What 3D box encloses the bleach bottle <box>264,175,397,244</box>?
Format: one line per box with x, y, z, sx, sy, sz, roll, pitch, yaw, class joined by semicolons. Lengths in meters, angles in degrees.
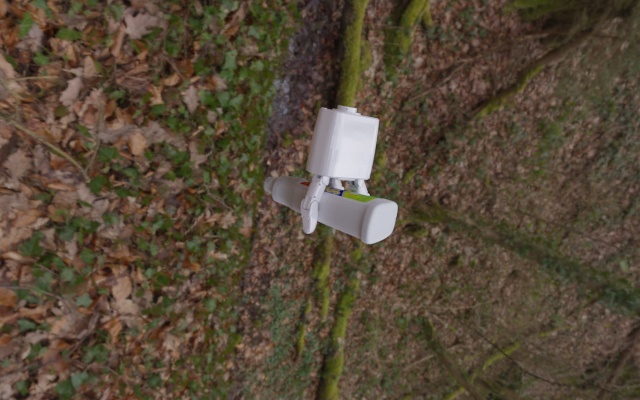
0.000;0.003;0.829;0.251;0.068;0.102;18;15;30;bleach bottle
